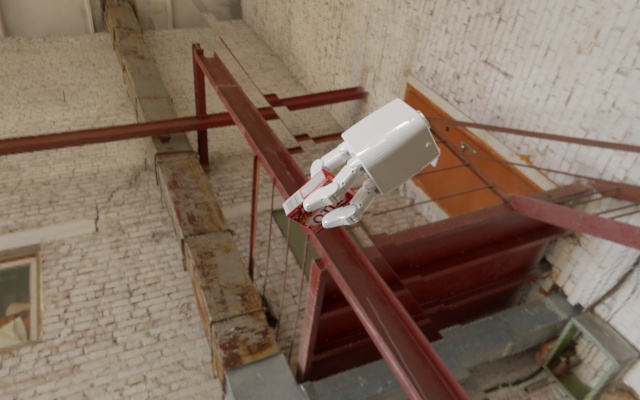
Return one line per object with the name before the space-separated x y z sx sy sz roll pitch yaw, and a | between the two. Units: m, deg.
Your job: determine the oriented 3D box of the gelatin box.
gelatin box | 0.000 0.002 0.719 0.089 0.030 0.073 -41 -46 19
